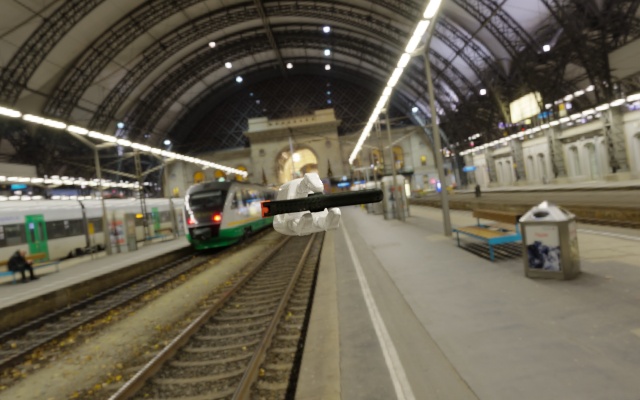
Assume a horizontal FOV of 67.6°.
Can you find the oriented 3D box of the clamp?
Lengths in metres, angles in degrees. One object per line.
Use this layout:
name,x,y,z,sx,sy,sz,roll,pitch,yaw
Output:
clamp,-0.001,0.002,0.856,0.210,0.036,0.164,-7,0,-20
